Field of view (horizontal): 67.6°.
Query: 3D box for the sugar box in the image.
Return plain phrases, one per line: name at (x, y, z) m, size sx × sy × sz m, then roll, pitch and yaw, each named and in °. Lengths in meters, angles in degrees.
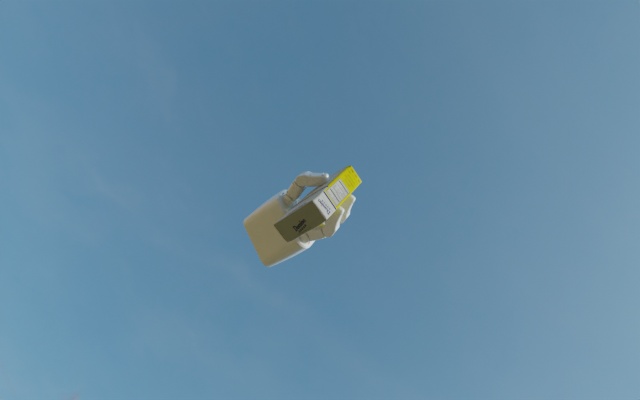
sugar box at (0.000, 0.003, 0.824) m, size 0.093 × 0.048 × 0.176 m, roll -32°, pitch 9°, yaw 33°
